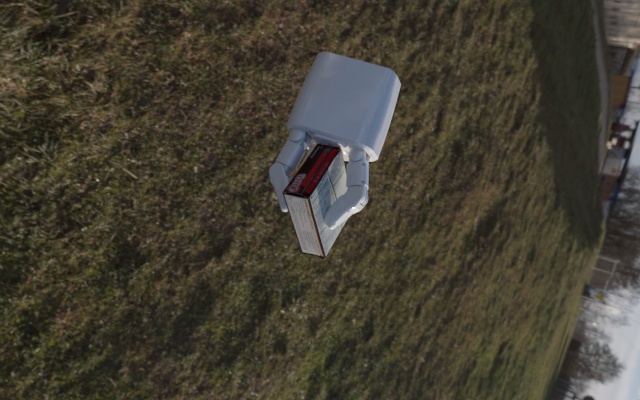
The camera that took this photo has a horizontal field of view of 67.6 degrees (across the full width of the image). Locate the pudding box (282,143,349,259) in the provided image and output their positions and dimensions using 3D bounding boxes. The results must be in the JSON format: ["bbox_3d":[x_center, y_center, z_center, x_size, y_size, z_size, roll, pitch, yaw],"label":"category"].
[{"bbox_3d":[0.000,0.002,0.582,0.039,0.114,0.090,12,50,27],"label":"pudding box"}]
